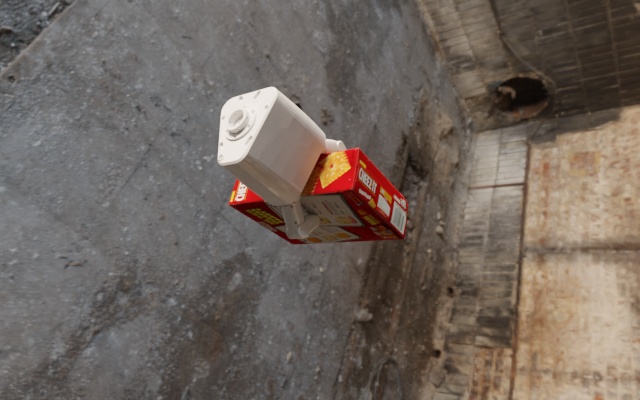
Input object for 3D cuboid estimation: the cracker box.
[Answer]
[{"bbox_3d":[0.000,0.002,0.713,0.214,0.072,0.164,-6,-29,34],"label":"cracker box"}]
